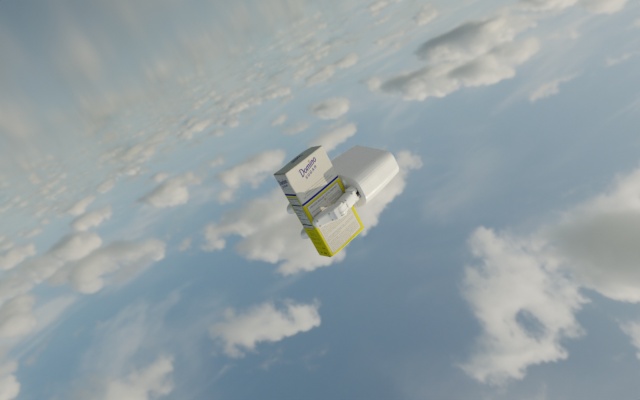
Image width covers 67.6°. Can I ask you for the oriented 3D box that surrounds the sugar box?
[{"bbox_3d":[0.000,0.003,0.834,0.093,0.176,0.048,-39,21,-28],"label":"sugar box"}]
